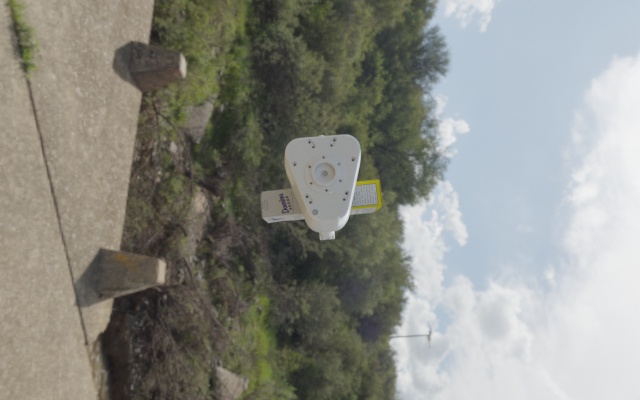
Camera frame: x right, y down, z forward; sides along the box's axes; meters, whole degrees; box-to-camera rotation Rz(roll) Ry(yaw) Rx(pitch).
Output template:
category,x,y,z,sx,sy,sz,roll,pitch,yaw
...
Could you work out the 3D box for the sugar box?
category,x,y,z,sx,sy,sz,roll,pitch,yaw
sugar box,0.000,0.002,0.730,0.176,0.048,0.093,-4,-7,-1
